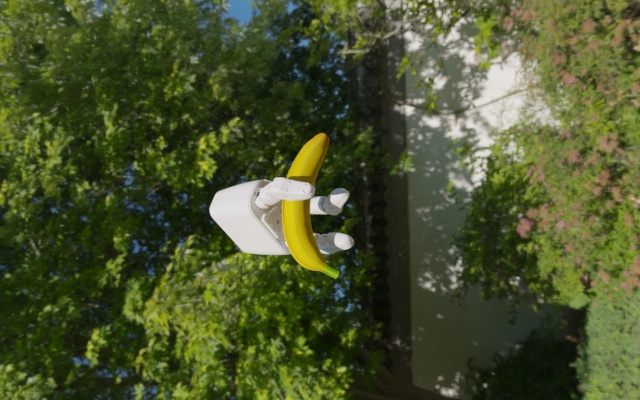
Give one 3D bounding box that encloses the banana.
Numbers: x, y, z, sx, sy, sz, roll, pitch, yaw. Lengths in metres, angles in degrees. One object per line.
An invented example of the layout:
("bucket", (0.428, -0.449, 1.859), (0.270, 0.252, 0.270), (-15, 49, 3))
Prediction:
("banana", (-0.017, 0.005, 0.629), (0.069, 0.197, 0.037), (0, -12, -18))
